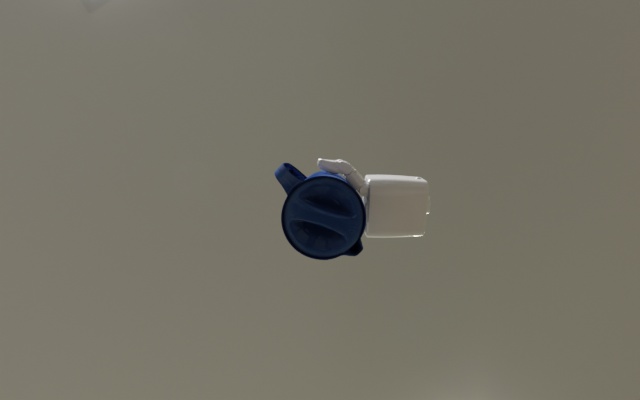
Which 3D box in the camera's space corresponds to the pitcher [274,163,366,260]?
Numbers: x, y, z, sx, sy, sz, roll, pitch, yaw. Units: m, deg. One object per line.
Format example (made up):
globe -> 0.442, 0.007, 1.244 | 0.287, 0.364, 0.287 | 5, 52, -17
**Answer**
pitcher -> 0.000, 0.003, 0.851 | 0.145, 0.149, 0.243 | -1, 9, 1
